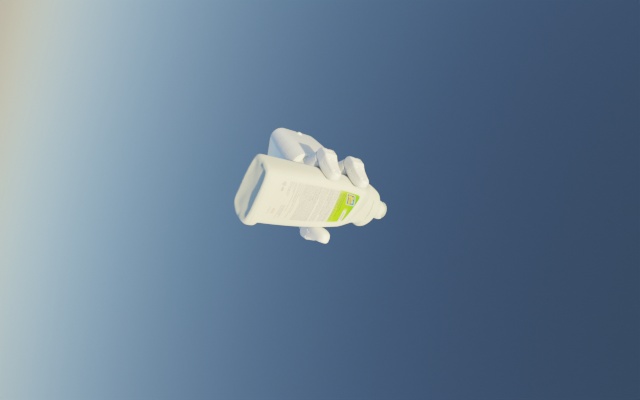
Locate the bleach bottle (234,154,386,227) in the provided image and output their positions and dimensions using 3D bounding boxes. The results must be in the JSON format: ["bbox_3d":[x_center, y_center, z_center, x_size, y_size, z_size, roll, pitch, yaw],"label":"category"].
[{"bbox_3d":[0.000,0.002,0.741,0.251,0.102,0.068,12,26,-37],"label":"bleach bottle"}]
